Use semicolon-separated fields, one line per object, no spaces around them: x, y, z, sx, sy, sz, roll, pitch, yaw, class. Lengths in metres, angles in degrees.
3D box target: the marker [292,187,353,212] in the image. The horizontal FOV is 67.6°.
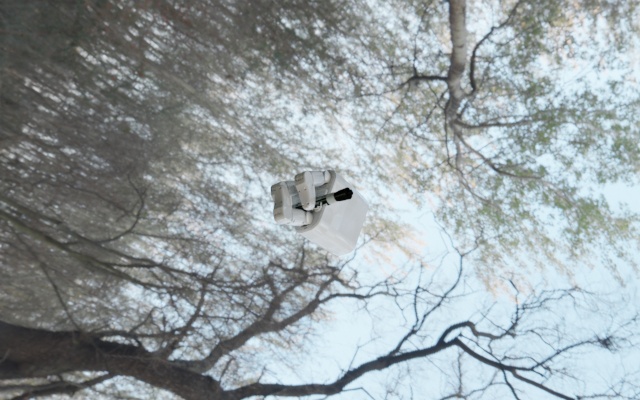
0.000;0.002;0.742;0.121;0.020;0.020;-18;-11;36;marker
